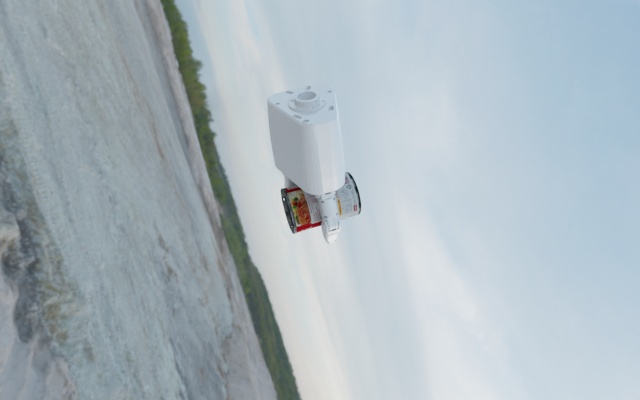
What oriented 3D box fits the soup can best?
[{"bbox_3d":[0.000,0.003,0.693,0.102,0.068,0.068,-16,3,-11],"label":"soup can"}]
